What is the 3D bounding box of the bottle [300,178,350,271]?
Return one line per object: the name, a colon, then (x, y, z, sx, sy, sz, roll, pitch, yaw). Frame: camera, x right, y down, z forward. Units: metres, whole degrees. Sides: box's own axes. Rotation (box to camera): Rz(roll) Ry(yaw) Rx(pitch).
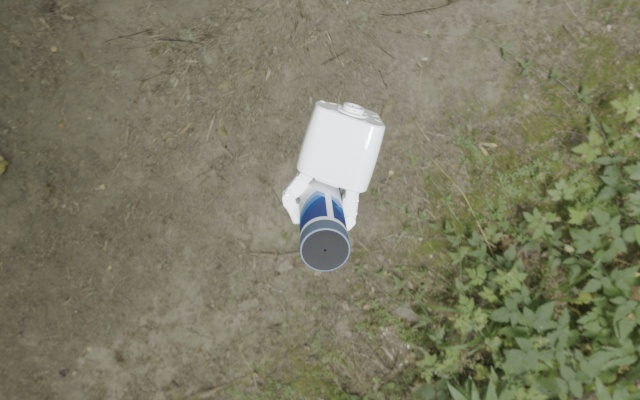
bottle: (0.000, 0.003, 0.756, 0.069, 0.069, 0.295, 0, 25, -3)
